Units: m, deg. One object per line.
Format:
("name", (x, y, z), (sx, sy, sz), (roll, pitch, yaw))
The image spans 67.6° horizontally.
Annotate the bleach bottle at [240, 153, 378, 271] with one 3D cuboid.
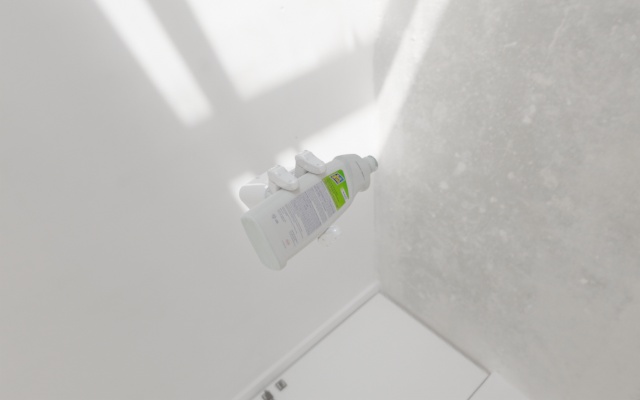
("bleach bottle", (0.000, 0.002, 0.763), (0.250, 0.102, 0.068), (-33, 19, -28))
